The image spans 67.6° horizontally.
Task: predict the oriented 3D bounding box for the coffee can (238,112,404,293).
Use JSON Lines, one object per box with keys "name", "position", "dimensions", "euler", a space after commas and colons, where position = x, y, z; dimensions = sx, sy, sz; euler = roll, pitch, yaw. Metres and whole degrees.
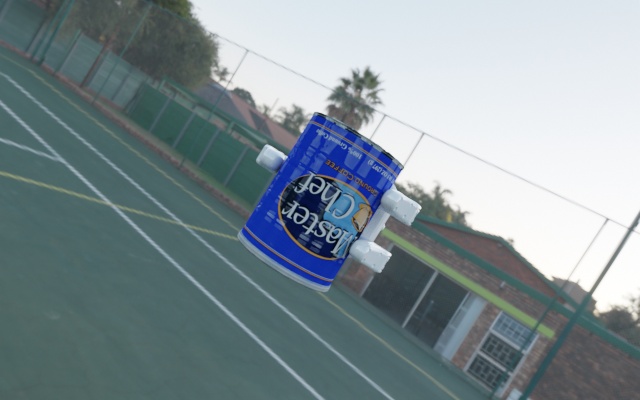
{"name": "coffee can", "position": [0.000, 0.002, 0.461], "dimensions": [0.103, 0.140, 0.103], "euler": [32, 2, -1]}
